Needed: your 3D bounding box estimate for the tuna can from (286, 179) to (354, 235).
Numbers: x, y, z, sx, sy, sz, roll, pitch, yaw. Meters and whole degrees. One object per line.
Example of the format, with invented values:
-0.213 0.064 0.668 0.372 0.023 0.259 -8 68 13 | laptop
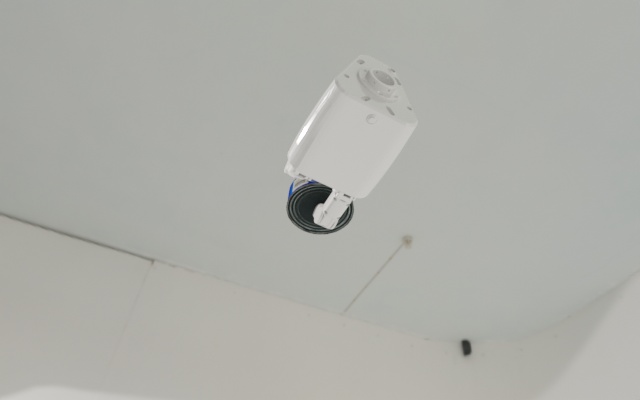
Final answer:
0.000 0.002 0.615 0.086 0.086 0.033 0 40 3 | tuna can
